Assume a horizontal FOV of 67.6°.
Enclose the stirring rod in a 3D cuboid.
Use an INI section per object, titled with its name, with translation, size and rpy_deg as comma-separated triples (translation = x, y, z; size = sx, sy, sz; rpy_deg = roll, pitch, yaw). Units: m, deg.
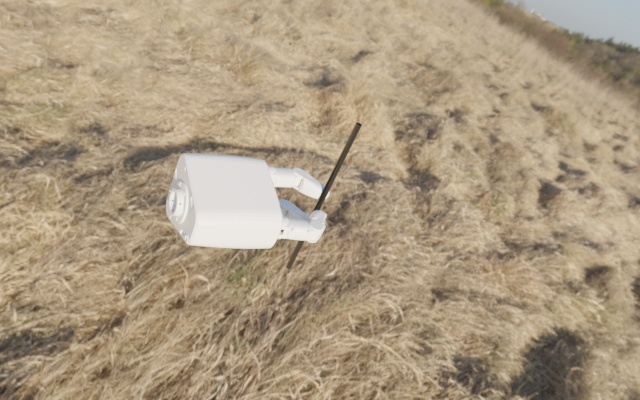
[stirring rod]
translation = 0.000, 0.002, 0.637
size = 0.011, 0.240, 0.011
rpy_deg = 20, 29, -12
